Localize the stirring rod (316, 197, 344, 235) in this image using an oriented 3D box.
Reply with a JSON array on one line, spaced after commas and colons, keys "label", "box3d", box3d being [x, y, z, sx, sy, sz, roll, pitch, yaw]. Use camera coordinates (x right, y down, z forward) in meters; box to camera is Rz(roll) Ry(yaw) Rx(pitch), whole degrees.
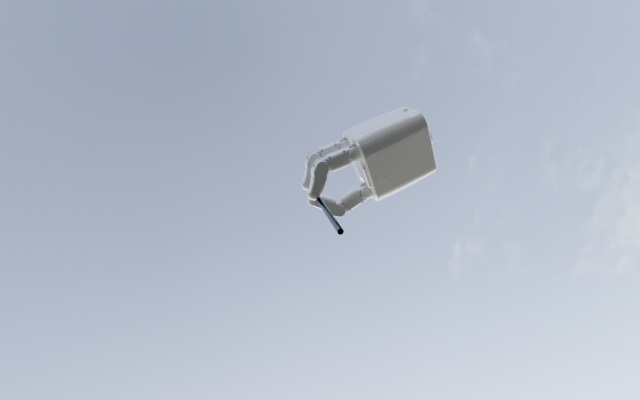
[{"label": "stirring rod", "box3d": [0.000, 0.002, 0.670, 0.011, 0.011, 0.239, 0, 17, -12]}]
